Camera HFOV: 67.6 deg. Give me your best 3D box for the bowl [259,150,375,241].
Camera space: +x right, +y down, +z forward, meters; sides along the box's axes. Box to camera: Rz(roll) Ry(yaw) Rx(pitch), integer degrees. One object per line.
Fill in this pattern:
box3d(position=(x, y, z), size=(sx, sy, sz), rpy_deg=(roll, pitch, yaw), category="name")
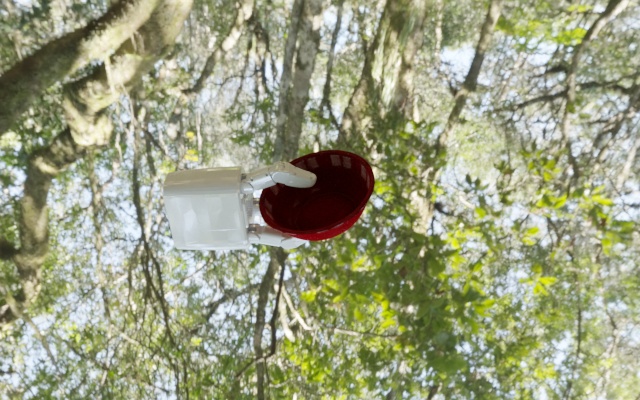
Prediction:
box3d(position=(0.001, 0.002, 0.655), size=(0.162, 0.162, 0.055), rpy_deg=(0, -44, 23), category="bowl")
